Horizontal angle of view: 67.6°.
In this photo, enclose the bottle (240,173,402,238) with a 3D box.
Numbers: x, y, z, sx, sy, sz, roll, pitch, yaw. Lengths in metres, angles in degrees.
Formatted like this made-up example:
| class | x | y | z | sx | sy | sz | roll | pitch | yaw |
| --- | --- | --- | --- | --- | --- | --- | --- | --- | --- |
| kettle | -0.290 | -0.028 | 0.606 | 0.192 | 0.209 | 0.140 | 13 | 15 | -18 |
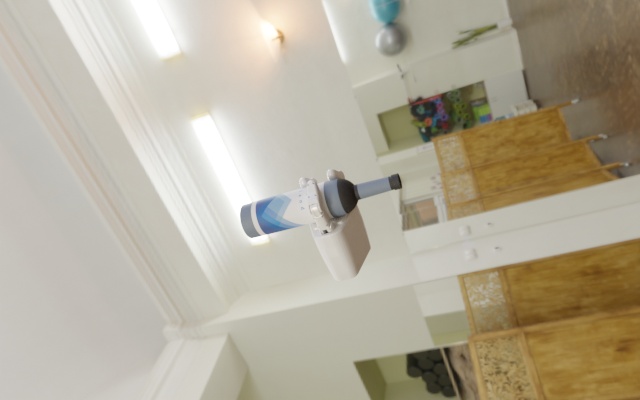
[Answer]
| class | x | y | z | sx | sy | sz | roll | pitch | yaw |
| --- | --- | --- | --- | --- | --- | --- | --- | --- | --- |
| bottle | 0.000 | 0.003 | 0.859 | 0.296 | 0.069 | 0.069 | -15 | -4 | 16 |
